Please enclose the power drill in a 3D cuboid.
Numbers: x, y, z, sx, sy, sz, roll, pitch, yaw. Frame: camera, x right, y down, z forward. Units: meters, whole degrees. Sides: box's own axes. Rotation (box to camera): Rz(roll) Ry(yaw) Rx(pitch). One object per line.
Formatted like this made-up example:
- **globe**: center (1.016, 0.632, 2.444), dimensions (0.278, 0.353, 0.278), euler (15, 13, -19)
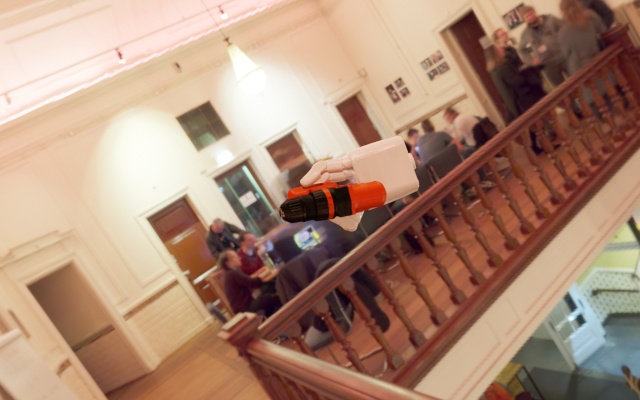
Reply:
- **power drill**: center (0.000, 0.003, 0.844), dimensions (0.184, 0.057, 0.187), euler (-9, 6, -18)
